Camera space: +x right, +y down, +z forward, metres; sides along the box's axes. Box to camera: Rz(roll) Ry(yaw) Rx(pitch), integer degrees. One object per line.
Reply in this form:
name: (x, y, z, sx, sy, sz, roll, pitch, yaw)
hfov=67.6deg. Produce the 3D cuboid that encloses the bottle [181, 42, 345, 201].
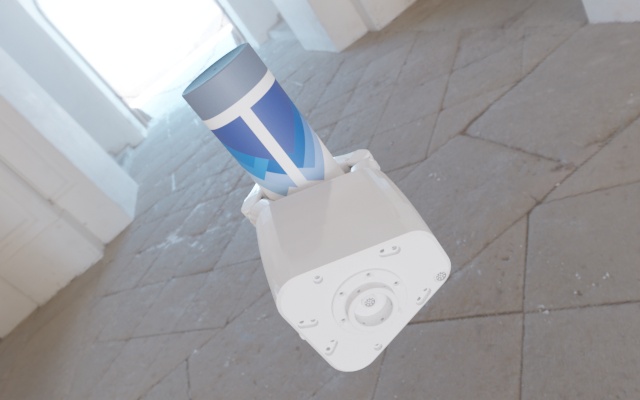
bottle: (0.000, 0.001, 0.434, 0.069, 0.296, 0.069, -29, 28, 17)
